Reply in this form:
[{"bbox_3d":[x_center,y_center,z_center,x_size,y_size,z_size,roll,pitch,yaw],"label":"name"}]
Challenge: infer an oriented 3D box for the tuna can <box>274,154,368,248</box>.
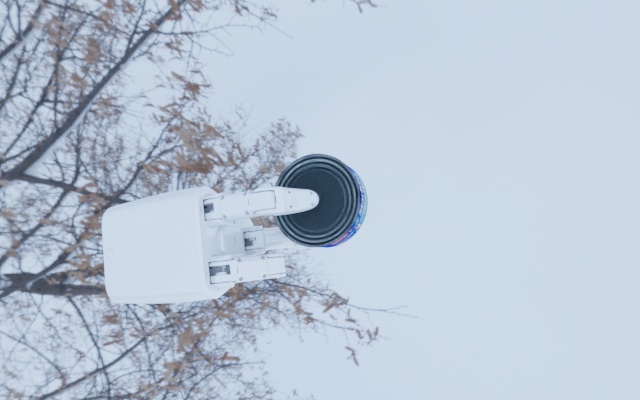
[{"bbox_3d":[0.000,0.002,0.447,0.086,0.086,0.034,0,-7,21],"label":"tuna can"}]
